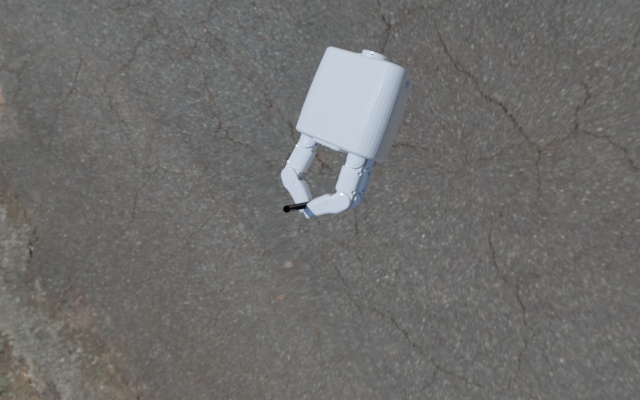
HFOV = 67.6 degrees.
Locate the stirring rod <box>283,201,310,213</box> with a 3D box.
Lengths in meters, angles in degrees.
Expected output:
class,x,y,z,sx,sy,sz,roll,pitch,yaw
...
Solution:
class,x,y,z,sx,sy,sz,roll,pitch,yaw
stirring rod,0.000,0.002,0.623,0.011,0.011,0.239,0,3,18
